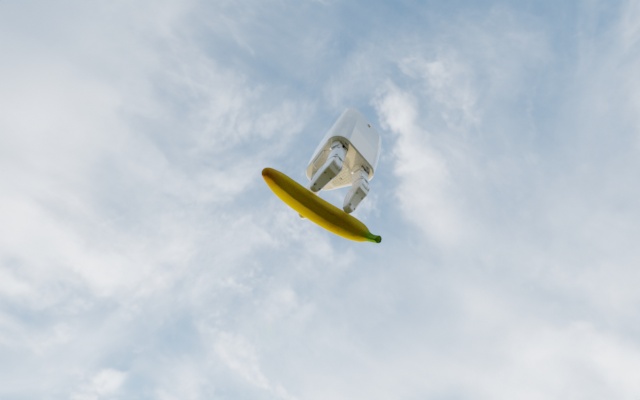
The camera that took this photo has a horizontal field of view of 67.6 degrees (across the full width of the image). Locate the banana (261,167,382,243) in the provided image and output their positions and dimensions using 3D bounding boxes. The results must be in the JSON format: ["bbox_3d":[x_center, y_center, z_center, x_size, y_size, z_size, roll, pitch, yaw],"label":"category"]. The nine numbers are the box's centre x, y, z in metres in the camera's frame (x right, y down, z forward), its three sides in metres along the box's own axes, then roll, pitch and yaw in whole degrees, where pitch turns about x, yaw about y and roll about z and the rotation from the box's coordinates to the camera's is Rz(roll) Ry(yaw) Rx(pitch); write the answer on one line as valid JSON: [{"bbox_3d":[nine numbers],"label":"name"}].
[{"bbox_3d":[-0.002,0.010,0.709,0.198,0.037,0.070,29,-24,-3],"label":"banana"}]
